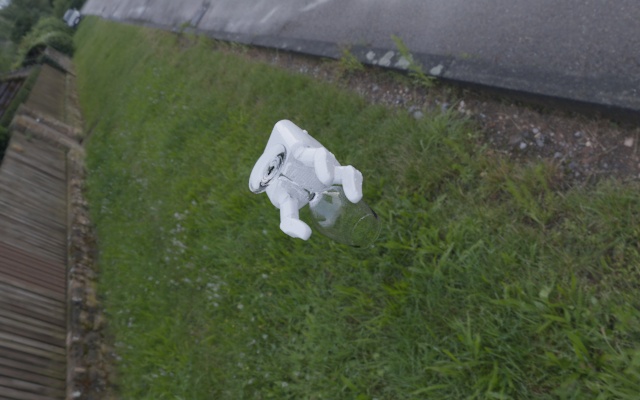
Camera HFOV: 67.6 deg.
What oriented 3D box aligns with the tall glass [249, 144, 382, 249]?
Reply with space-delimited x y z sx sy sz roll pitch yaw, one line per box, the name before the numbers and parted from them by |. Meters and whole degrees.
tall glass | 0.000 0.002 0.679 0.201 0.079 0.079 33 -19 -33
